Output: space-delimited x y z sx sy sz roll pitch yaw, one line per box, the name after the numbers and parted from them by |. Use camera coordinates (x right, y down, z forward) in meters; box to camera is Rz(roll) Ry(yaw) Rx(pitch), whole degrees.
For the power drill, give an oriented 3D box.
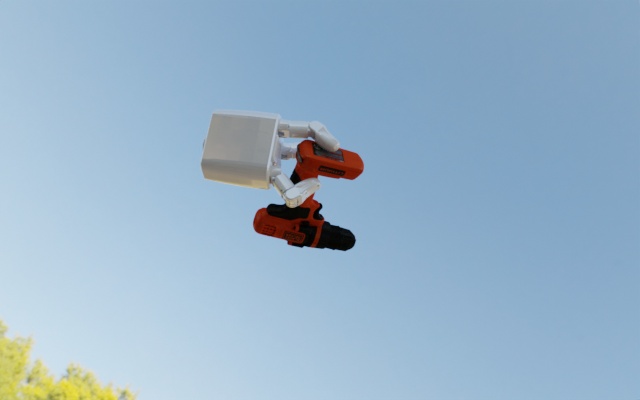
0.000 0.002 0.781 0.184 0.188 0.057 13 34 -19 | power drill
